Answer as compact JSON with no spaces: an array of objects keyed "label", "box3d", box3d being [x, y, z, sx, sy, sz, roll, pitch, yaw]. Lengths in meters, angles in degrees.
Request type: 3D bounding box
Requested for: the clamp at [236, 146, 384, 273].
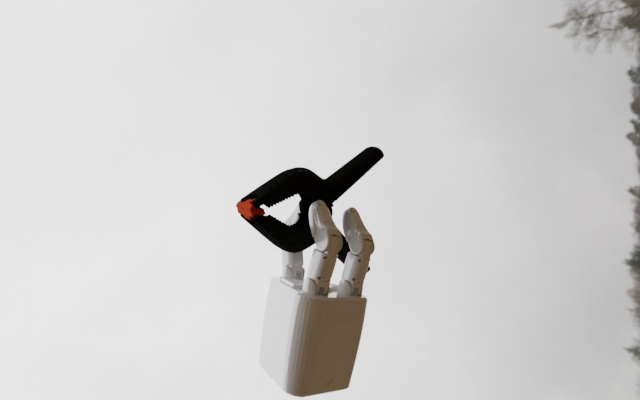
[{"label":"clamp","box3d":[-0.001,0.002,0.553,0.210,0.164,0.036,11,-1,-44]}]
